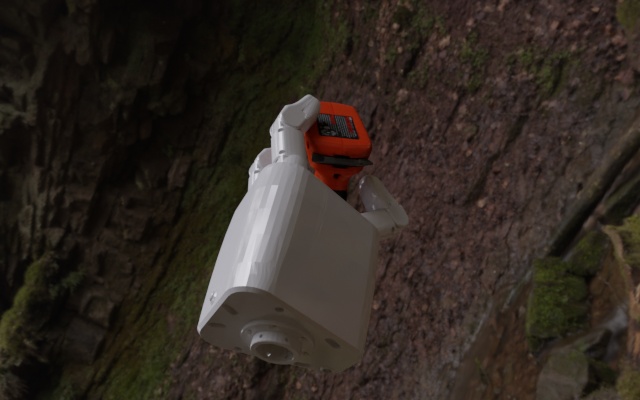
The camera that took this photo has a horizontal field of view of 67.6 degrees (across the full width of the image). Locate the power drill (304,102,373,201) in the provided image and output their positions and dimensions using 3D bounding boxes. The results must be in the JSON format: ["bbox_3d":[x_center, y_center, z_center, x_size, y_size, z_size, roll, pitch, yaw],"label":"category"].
[{"bbox_3d":[0.000,0.001,0.481,0.057,0.188,0.184,2,30,-9],"label":"power drill"}]
